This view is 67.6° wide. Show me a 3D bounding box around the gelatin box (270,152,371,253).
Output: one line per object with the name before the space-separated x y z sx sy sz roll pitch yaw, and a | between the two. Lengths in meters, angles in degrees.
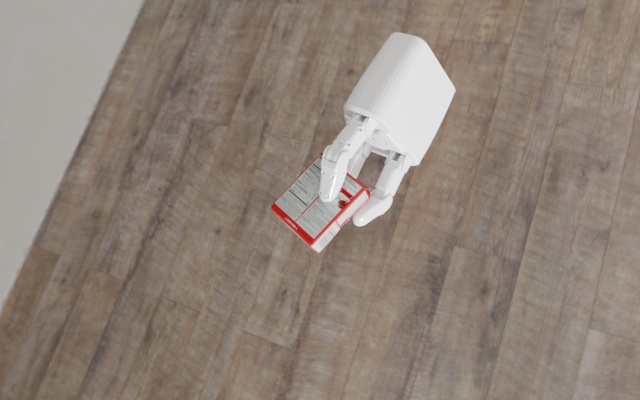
gelatin box | 0.000 0.002 0.532 0.073 0.089 0.030 40 -6 30
